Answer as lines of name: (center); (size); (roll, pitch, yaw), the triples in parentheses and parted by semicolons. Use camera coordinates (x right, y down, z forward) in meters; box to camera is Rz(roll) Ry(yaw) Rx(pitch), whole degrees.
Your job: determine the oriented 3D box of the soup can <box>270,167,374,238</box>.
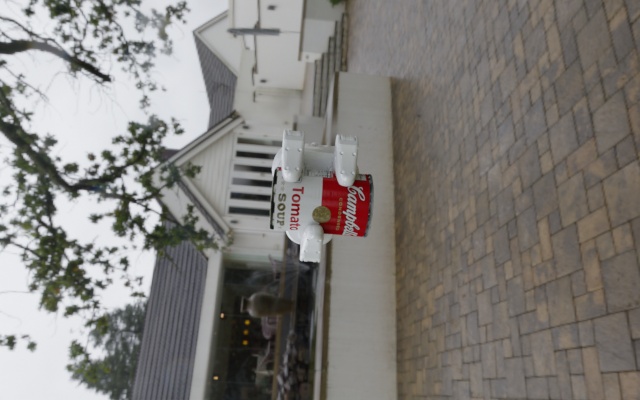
soup can: (0.000, 0.002, 0.503); (0.102, 0.068, 0.068); (5, 0, -3)
